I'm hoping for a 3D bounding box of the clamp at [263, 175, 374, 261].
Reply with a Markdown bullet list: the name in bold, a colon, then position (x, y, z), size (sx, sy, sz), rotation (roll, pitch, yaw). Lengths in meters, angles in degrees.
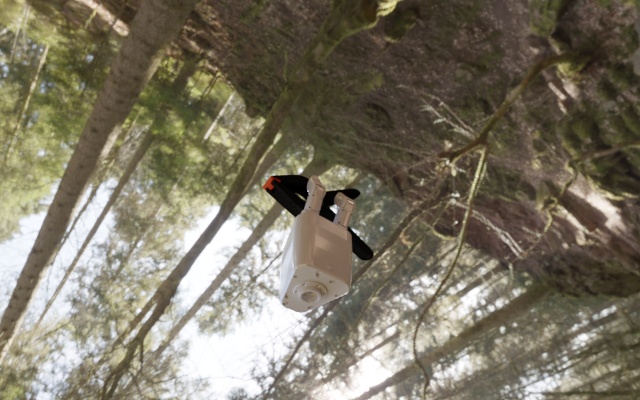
- **clamp**: position (-0.001, 0.003, 0.818), size (0.210, 0.036, 0.164), rotation (28, 34, -21)
